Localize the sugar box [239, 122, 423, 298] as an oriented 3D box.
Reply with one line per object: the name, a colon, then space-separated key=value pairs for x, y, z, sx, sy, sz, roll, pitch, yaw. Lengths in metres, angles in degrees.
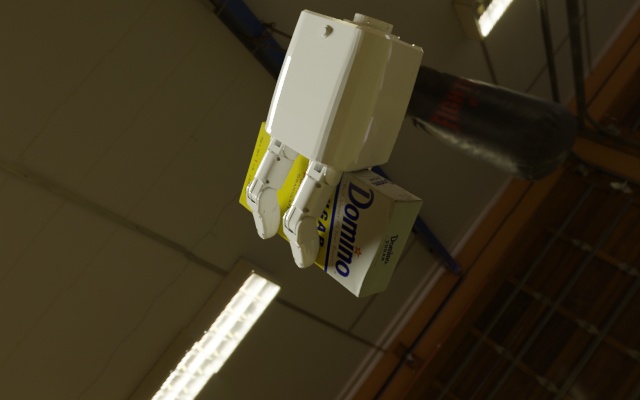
sugar box: x=0.000 y=0.001 z=0.443 sx=0.048 sy=0.093 sz=0.176 roll=-2 pitch=27 yaw=-45
